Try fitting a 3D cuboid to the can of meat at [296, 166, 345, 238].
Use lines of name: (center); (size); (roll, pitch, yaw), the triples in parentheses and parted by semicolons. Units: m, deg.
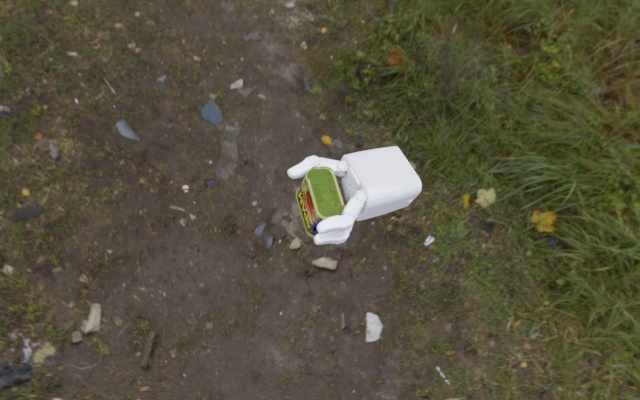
can of meat: (0.000, 0.002, 0.821); (0.057, 0.102, 0.084); (-10, -21, -17)
